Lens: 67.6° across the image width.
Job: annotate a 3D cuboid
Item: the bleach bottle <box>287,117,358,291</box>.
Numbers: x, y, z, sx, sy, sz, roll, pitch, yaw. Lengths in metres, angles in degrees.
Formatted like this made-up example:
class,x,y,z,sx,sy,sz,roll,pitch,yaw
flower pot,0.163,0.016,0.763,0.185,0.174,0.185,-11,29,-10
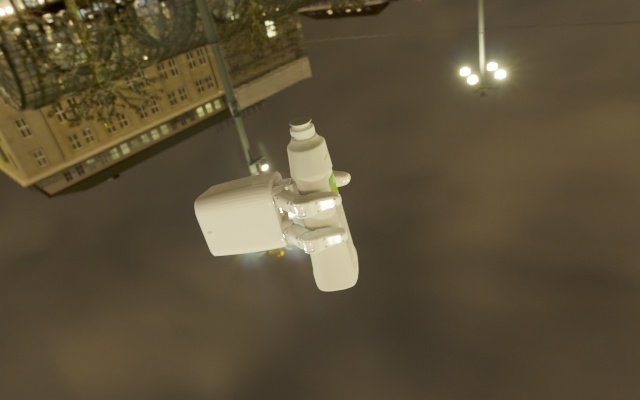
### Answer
class,x,y,z,sx,sy,sz,roll,pitch,yaw
bleach bottle,0.000,0.002,0.667,0.068,0.251,0.102,-10,30,6
